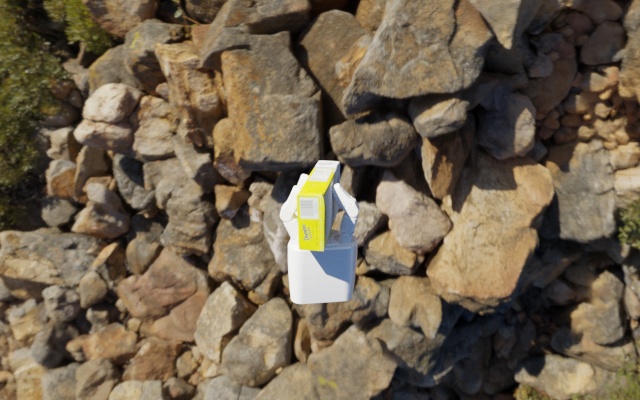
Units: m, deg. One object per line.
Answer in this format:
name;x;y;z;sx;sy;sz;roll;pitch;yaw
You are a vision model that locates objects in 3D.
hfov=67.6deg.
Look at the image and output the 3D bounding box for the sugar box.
sugar box;0.000;0.003;0.782;0.048;0.093;0.176;2;21;7
